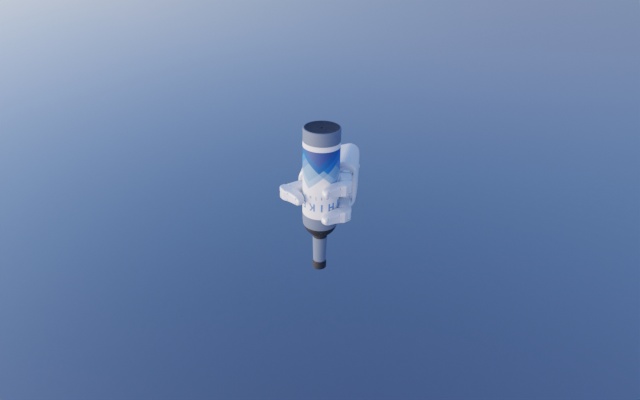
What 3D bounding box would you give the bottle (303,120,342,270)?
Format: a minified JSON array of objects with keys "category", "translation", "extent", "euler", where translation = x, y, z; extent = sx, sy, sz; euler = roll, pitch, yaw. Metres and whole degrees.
[{"category":"bottle","translation":[0.000,0.003,0.885],"extent":[0.069,0.296,0.069],"euler":[1,30,0]}]
